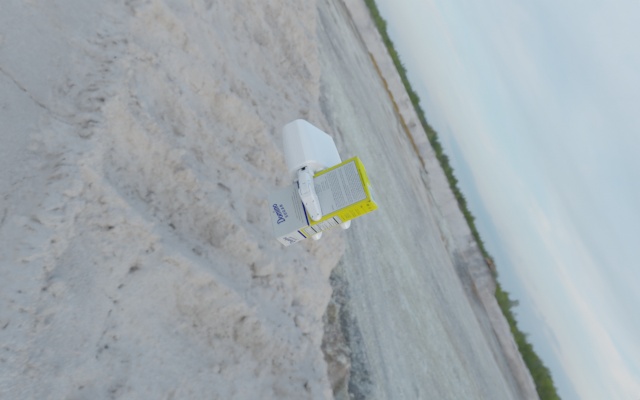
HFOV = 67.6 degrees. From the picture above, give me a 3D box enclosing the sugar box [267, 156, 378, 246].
[{"bbox_3d":[0.000,0.003,0.814,0.176,0.093,0.048,-24,-32,15],"label":"sugar box"}]
